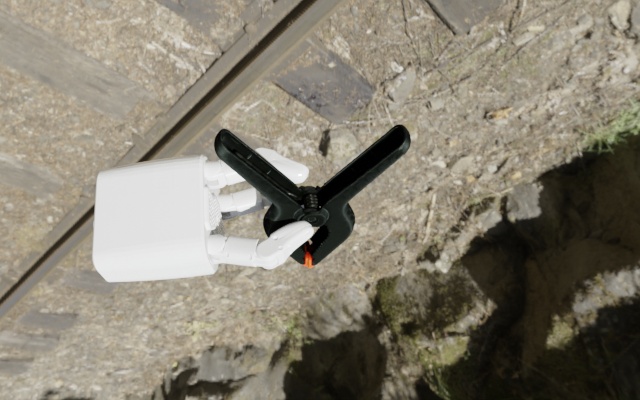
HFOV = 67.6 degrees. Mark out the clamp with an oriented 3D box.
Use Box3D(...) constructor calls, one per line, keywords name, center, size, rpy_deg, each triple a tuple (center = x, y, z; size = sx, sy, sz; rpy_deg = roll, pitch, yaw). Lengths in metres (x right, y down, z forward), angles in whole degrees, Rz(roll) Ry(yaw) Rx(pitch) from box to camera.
Box3D(name="clamp", center=(0.000, 0.003, 0.468), size=(0.164, 0.036, 0.210), rpy_deg=(-6, -37, 1))
